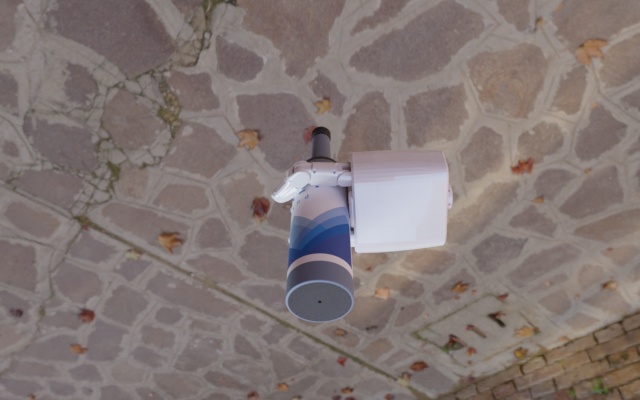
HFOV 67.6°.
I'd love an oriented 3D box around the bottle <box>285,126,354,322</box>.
[{"bbox_3d":[0.000,0.002,0.569,0.069,0.069,0.295,0,41,0],"label":"bottle"}]
